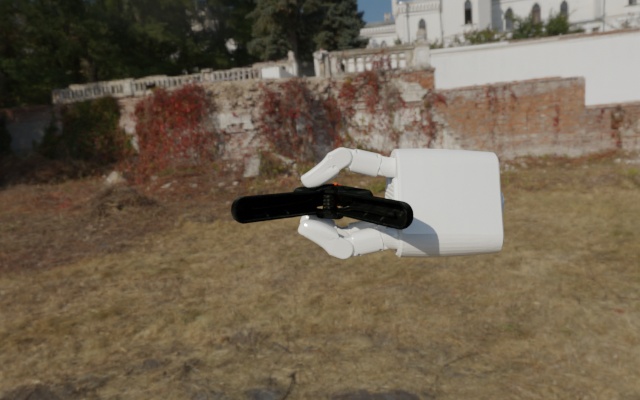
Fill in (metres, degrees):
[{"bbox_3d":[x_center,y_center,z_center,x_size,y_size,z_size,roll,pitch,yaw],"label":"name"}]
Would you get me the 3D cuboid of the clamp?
[{"bbox_3d":[0.000,0.001,0.514,0.164,0.036,0.210,2,6,0],"label":"clamp"}]
